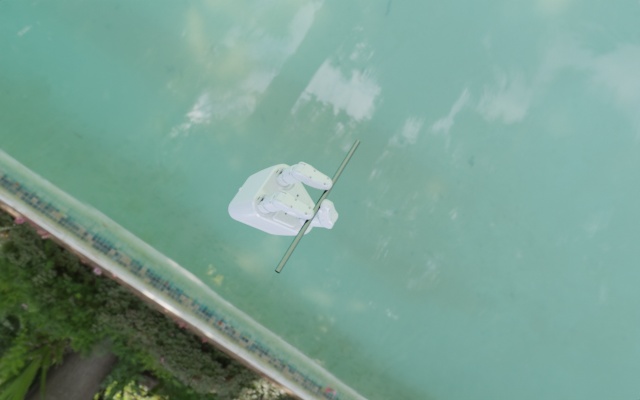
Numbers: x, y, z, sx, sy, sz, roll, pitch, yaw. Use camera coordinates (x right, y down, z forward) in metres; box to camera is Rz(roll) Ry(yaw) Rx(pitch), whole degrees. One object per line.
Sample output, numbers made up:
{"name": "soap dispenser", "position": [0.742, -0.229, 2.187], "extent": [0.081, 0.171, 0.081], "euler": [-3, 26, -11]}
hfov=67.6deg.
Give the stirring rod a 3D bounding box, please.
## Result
{"name": "stirring rod", "position": [0.000, 0.002, 0.688], "extent": [0.011, 0.239, 0.011], "euler": [26, -25, 13]}
